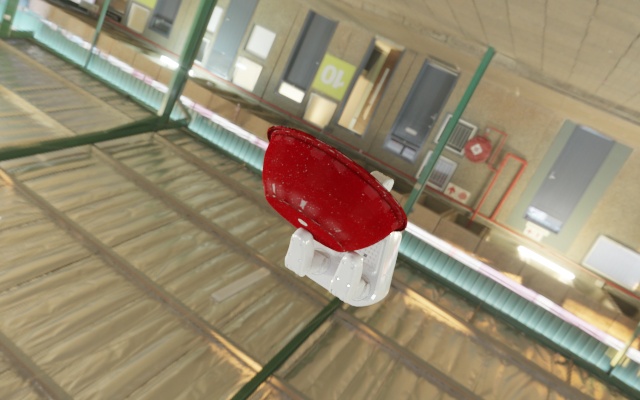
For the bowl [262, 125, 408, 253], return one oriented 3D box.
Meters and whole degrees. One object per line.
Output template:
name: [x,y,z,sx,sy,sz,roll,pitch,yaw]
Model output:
bowl: [-0.001,0.001,0.453,0.162,0.055,0.162,34,-13,9]
